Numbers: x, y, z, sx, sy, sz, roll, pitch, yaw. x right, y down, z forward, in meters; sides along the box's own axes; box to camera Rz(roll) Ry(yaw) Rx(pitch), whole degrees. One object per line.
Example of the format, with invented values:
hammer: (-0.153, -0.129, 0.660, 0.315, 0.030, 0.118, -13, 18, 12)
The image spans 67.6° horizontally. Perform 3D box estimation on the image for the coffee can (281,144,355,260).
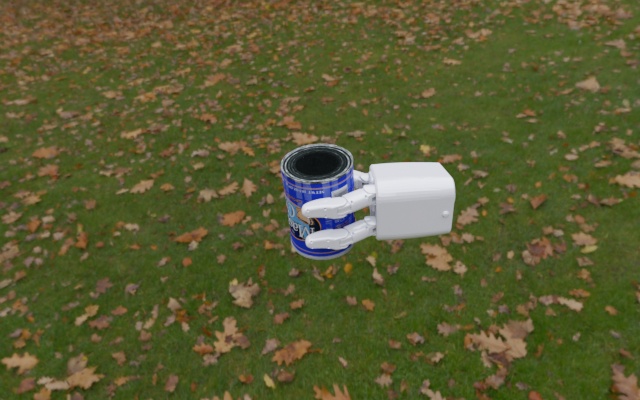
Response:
coffee can: (0.000, 0.002, 0.704, 0.103, 0.140, 0.102, -3, 36, 3)
